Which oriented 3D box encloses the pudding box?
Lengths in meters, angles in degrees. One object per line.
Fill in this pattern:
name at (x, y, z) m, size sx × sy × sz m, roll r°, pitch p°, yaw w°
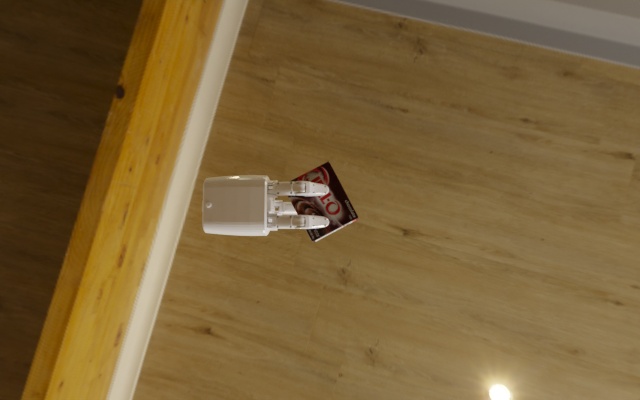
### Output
pudding box at (0.000, 0.003, 0.819) m, size 0.090 × 0.113 × 0.039 m, roll -28°, pitch -4°, yaw -3°
